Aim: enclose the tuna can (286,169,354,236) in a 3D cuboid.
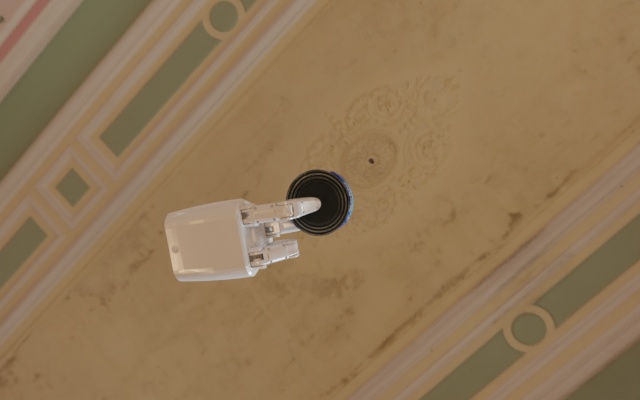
[{"bbox_3d":[0.000,0.002,0.627,0.086,0.086,0.034,0,4,16],"label":"tuna can"}]
